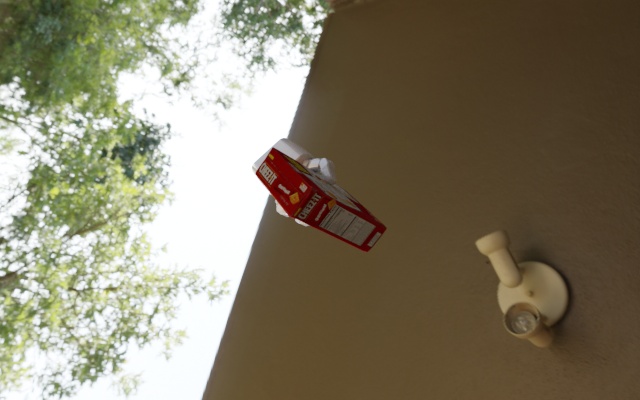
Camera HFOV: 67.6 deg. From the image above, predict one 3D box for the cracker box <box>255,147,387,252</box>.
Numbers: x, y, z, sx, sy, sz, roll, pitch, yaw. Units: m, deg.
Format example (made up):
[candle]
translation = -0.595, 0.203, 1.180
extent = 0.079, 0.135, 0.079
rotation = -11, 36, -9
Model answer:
[cracker box]
translation = 0.000, 0.003, 0.899
extent = 0.214, 0.072, 0.164
rotation = 28, 12, -41
